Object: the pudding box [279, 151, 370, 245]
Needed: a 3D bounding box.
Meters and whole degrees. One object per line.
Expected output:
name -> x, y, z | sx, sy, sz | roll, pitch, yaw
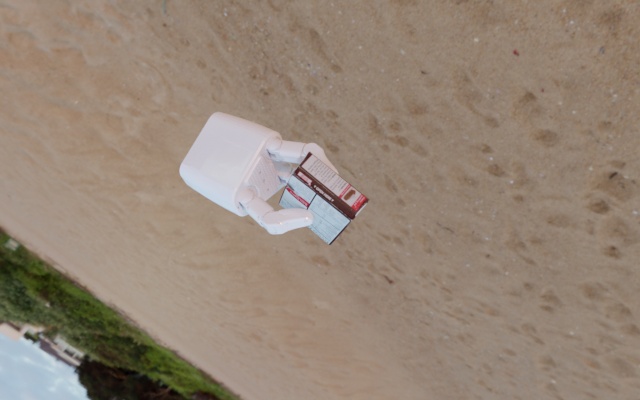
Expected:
pudding box -> 0.000, 0.002, 0.581 | 0.090, 0.039, 0.113 | 38, -22, 2
